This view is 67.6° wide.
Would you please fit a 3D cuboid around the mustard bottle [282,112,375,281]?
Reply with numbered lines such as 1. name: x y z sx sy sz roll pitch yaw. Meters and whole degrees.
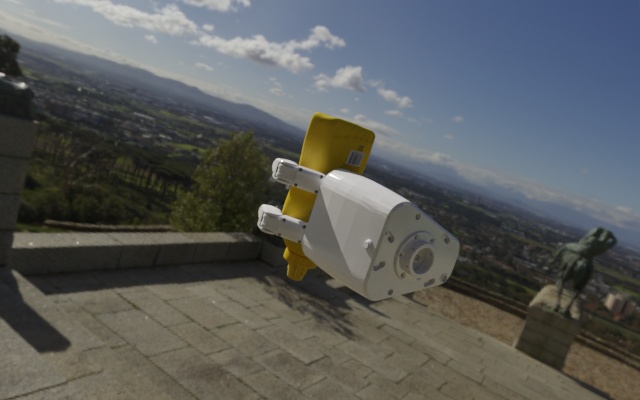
1. mustard bottle: 0.000 0.001 0.548 0.058 0.191 0.096 23 9 30
